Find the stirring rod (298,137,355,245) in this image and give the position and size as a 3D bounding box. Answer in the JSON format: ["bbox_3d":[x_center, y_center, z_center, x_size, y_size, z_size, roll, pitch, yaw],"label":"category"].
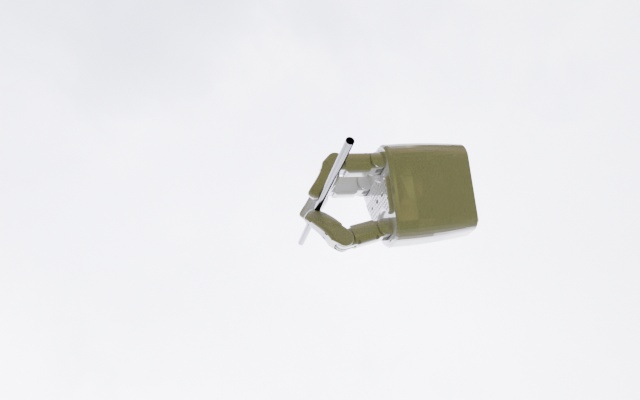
[{"bbox_3d":[0.000,0.002,0.512,0.011,0.011,0.240,0,-26,-13],"label":"stirring rod"}]
